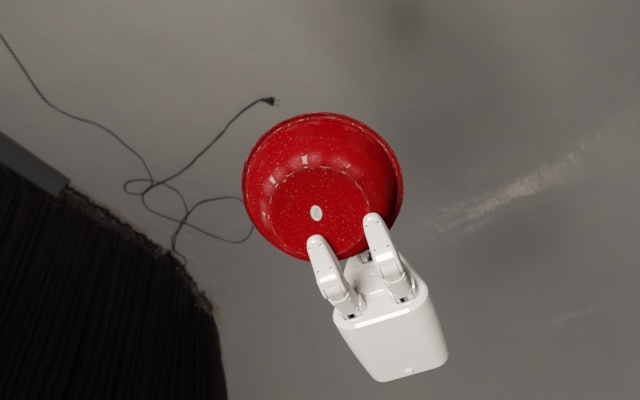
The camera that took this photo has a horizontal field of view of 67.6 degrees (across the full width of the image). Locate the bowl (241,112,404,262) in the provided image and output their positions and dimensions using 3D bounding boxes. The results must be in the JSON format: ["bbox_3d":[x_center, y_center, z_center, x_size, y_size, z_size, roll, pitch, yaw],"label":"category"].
[{"bbox_3d":[-0.001,0.001,0.452,0.162,0.162,0.055,0,24,4],"label":"bowl"}]
